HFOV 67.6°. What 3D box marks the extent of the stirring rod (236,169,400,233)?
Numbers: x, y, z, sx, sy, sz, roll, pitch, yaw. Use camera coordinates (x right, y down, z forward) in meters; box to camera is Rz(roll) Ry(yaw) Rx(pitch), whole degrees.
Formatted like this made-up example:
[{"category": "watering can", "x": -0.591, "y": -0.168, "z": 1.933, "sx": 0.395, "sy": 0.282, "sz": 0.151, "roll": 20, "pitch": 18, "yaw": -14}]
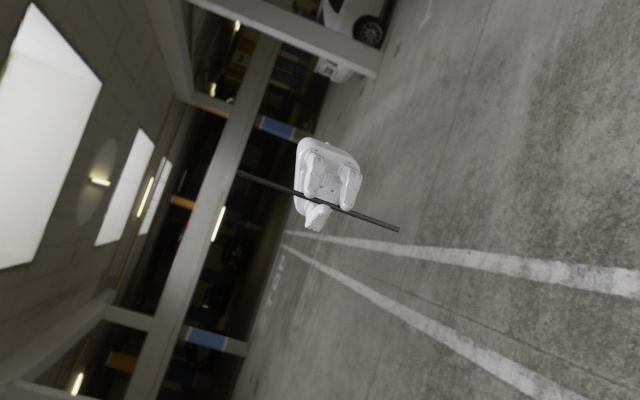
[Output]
[{"category": "stirring rod", "x": 0.000, "y": 0.002, "z": 0.657, "sx": 0.239, "sy": 0.011, "sz": 0.011, "roll": 20, "pitch": -4, "yaw": -11}]
